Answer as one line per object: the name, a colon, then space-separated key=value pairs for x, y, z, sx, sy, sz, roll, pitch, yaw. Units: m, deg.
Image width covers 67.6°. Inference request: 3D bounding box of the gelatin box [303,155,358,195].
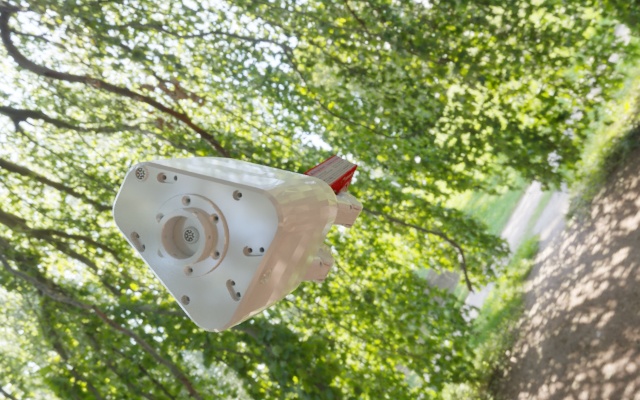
gelatin box: x=0.000 y=0.001 z=0.461 sx=0.030 sy=0.073 sz=0.089 roll=26 pitch=24 yaw=11
